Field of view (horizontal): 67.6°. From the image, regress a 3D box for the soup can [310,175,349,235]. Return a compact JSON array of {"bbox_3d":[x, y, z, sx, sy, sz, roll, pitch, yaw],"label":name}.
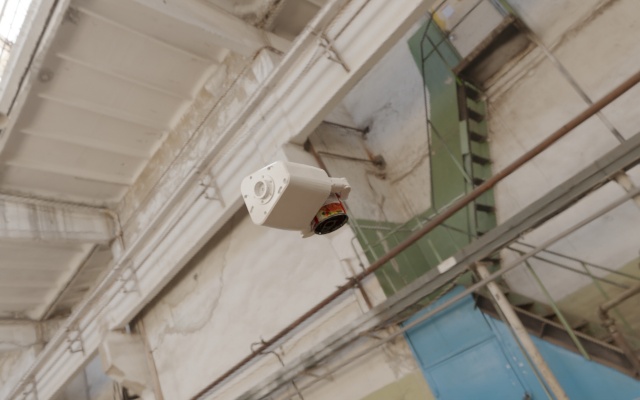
[{"bbox_3d":[0.000,0.003,0.878,0.068,0.102,0.068,-20,-26,-10],"label":"soup can"}]
